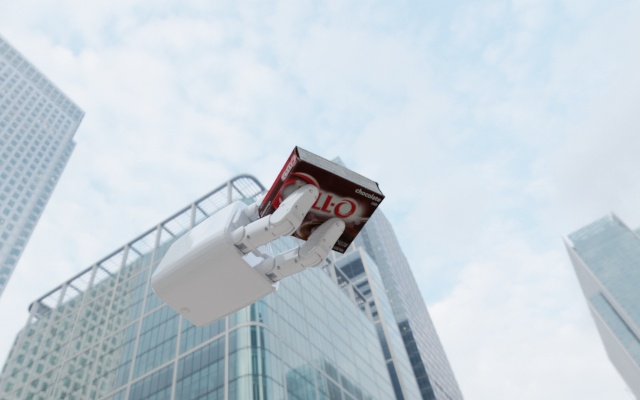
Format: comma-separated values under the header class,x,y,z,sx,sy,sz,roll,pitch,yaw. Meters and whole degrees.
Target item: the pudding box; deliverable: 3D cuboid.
class,x,y,z,sx,sy,sz,roll,pitch,yaw
pudding box,0.000,0.002,0.530,0.113,0.090,0.039,21,29,-25
